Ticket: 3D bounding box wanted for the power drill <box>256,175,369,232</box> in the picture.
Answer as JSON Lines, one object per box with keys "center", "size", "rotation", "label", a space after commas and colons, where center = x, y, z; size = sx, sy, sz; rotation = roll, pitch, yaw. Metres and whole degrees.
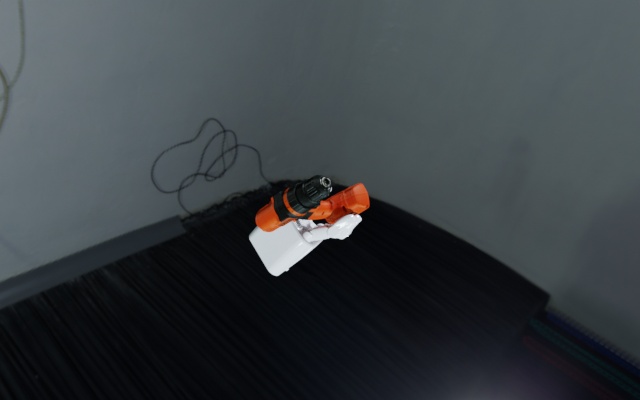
{"center": [0.000, 0.003, 0.862], "size": [0.187, 0.057, 0.184], "rotation": [-1, -20, -44], "label": "power drill"}
